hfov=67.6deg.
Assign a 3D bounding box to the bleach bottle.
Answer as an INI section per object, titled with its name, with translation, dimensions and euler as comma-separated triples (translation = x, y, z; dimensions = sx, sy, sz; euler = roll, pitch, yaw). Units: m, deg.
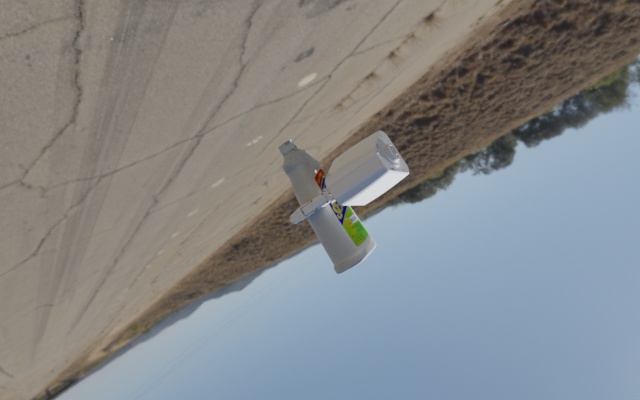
[bleach bottle]
translation = 0.000, 0.003, 0.866
dimensions = 0.068, 0.251, 0.102
euler = -34, -1, 30
